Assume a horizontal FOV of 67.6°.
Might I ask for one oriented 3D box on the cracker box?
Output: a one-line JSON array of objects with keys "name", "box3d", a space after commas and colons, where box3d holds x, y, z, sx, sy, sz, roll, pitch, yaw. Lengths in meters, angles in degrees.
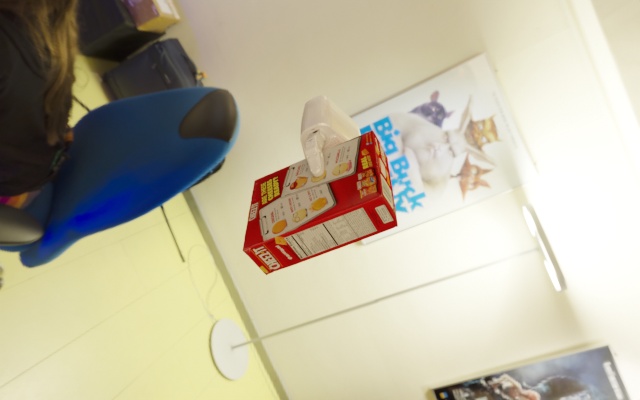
[{"name": "cracker box", "box3d": [0.000, 0.002, 0.709, 0.214, 0.072, 0.164, -22, 36, 17]}]
